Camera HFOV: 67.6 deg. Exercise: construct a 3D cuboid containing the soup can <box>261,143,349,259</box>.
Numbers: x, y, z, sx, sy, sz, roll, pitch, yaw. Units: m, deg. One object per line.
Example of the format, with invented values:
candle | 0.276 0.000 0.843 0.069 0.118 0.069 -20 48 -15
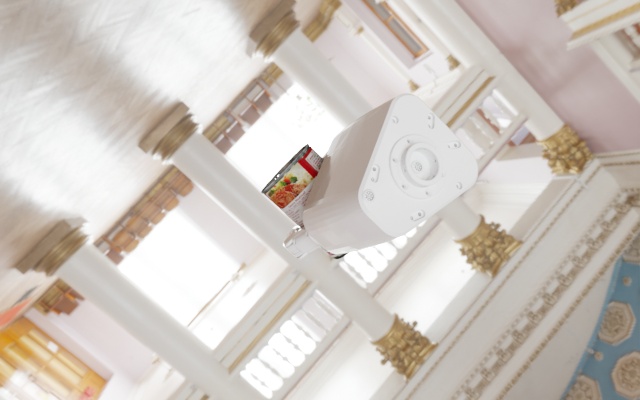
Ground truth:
soup can | 0.000 0.002 0.483 0.102 0.068 0.068 44 -9 -9
